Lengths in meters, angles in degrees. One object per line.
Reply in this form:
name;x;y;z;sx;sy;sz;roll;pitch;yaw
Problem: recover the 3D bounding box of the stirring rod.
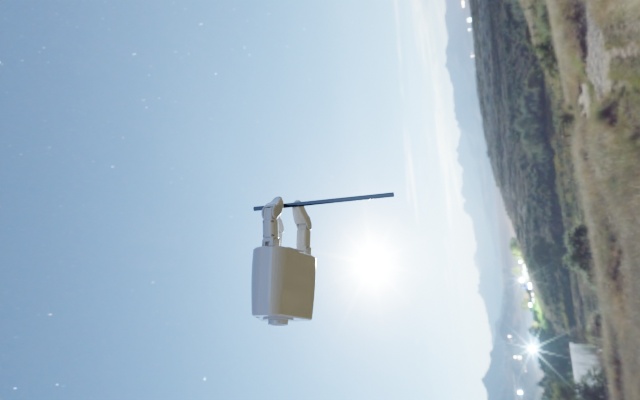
stirring rod;0.000;0.003;0.778;0.239;0.011;0.011;-6;-2;19
